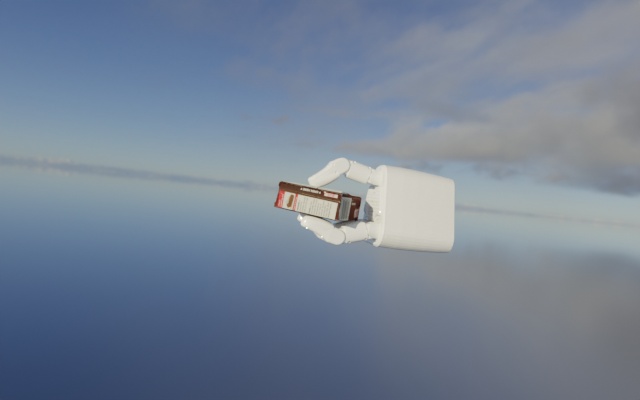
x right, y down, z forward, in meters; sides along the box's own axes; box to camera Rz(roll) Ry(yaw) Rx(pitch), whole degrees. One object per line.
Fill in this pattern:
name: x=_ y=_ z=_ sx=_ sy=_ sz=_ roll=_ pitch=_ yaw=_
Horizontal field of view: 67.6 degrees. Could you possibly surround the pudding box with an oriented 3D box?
pudding box: x=0.000 y=0.002 z=0.650 sx=0.090 sy=0.039 sz=0.113 roll=11 pitch=0 yaw=17
